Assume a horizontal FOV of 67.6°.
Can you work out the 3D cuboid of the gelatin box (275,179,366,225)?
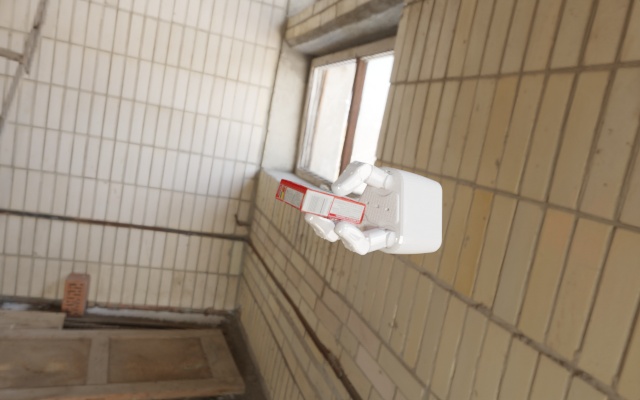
[{"bbox_3d":[0.000,0.001,0.587,0.089,0.030,0.073,15,5,-31],"label":"gelatin box"}]
